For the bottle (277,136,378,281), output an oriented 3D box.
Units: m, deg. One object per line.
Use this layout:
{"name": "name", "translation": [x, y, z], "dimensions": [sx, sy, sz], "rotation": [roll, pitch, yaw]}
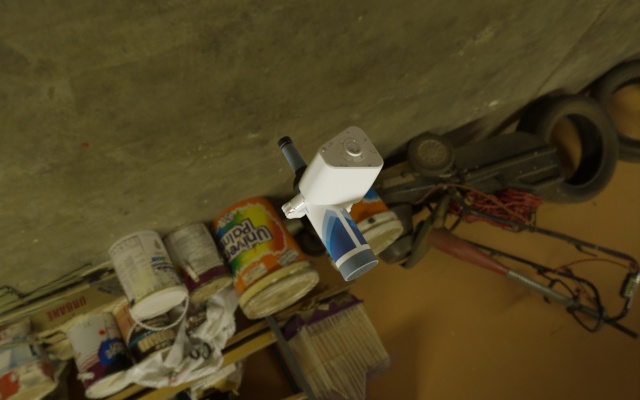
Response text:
{"name": "bottle", "translation": [0.000, 0.003, 0.872], "dimensions": [0.069, 0.295, 0.069], "rotation": [-27, -20, -11]}
